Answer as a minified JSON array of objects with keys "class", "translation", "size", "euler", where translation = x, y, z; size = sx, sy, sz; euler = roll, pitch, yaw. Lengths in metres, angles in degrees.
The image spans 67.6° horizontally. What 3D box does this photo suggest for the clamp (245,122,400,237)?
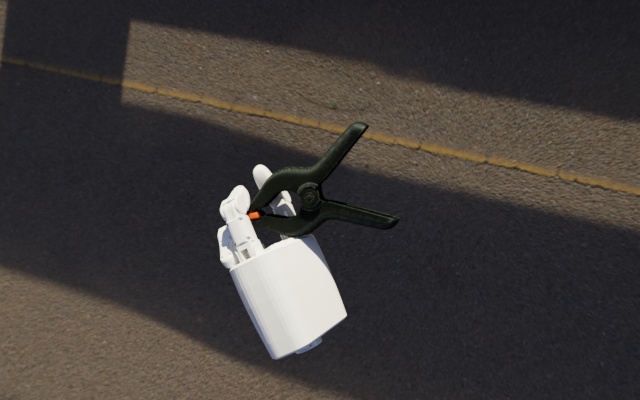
[{"class":"clamp","translation":[0.000,0.002,0.531],"size":[0.171,0.120,0.039],"euler":[-27,-7,14]}]
